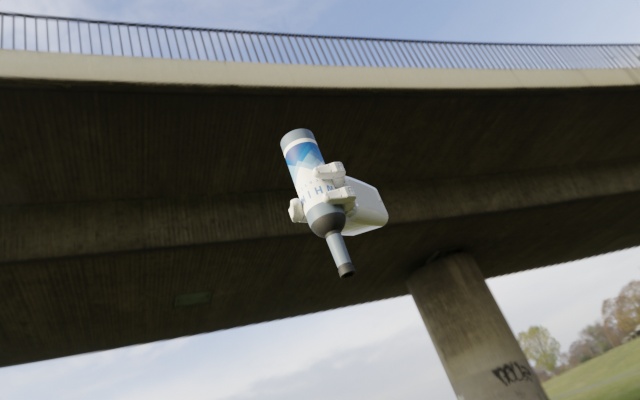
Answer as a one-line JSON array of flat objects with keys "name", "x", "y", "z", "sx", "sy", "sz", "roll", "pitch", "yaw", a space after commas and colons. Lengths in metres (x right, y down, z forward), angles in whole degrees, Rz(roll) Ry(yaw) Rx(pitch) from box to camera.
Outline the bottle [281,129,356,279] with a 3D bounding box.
[{"name": "bottle", "x": 0.000, "y": 0.003, "z": 0.858, "sx": 0.069, "sy": 0.295, "sz": 0.069, "roll": -16, "pitch": -29, "yaw": -9}]
